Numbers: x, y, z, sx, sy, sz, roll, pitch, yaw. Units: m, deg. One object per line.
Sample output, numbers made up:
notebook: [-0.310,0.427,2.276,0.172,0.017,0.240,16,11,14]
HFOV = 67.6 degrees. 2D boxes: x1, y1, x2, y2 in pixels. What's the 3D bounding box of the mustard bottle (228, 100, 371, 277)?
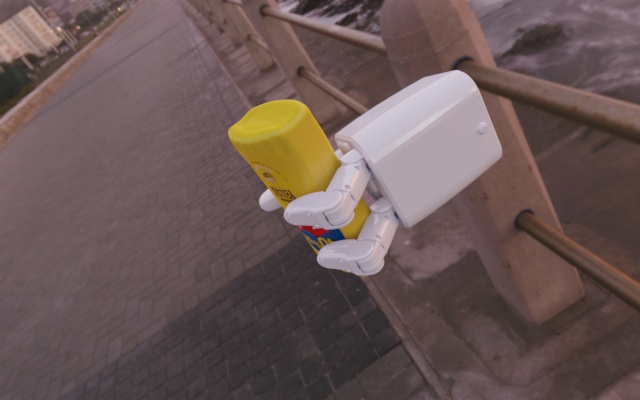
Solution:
mustard bottle: [0.000,0.001,0.434,0.058,0.192,0.096,-48,32,-22]
